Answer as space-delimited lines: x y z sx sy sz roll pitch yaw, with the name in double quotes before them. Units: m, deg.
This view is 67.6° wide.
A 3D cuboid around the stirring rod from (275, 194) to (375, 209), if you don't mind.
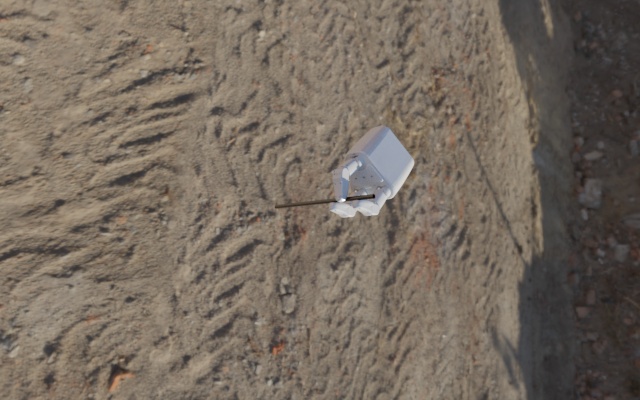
"stirring rod" 0.000 0.003 0.877 0.239 0.011 0.011 -6 -4 42
